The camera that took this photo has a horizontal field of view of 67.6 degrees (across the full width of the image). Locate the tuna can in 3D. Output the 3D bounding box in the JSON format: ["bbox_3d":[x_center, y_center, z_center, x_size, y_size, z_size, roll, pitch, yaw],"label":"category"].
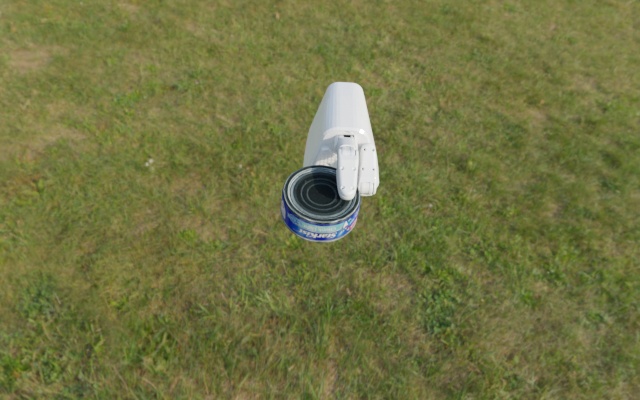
[{"bbox_3d":[0.000,0.001,0.518,0.086,0.086,0.034,0,-40,-8],"label":"tuna can"}]
